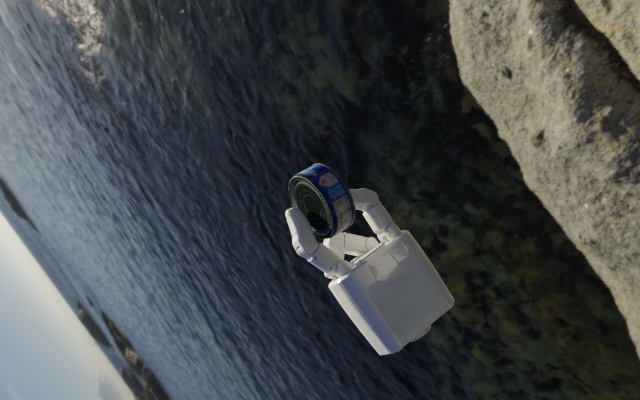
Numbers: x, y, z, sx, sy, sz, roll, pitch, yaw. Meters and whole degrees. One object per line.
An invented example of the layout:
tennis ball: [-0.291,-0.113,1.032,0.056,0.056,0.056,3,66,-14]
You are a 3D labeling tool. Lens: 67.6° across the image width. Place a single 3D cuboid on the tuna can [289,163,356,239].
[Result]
tuna can: [0.000,0.002,0.561,0.033,0.086,0.086,-30,15,-29]
